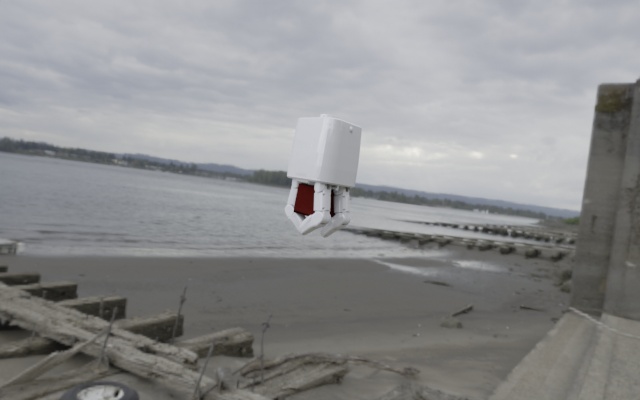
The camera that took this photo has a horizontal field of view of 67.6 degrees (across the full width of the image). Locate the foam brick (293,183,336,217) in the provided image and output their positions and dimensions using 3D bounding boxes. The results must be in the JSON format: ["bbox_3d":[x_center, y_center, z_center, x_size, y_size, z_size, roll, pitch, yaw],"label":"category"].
[{"bbox_3d":[0.000,0.003,0.829,0.053,0.051,0.078,13,4,36],"label":"foam brick"}]
